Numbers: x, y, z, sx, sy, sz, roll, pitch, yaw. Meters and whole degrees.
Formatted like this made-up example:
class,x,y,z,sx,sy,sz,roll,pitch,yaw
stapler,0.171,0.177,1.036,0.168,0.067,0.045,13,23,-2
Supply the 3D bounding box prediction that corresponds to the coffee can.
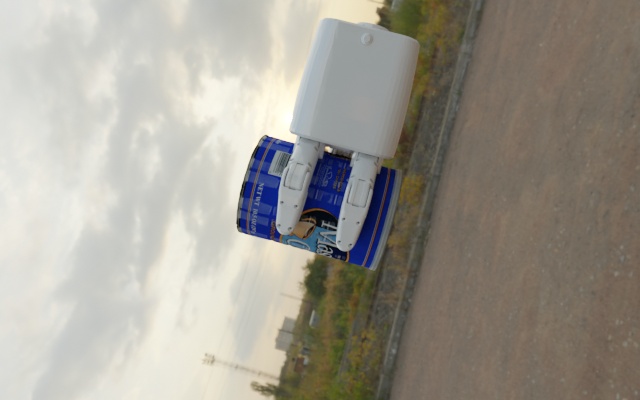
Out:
class,x,y,z,sx,sy,sz,roll,pitch,yaw
coffee can,0.000,0.002,0.475,0.140,0.103,0.103,15,1,3
